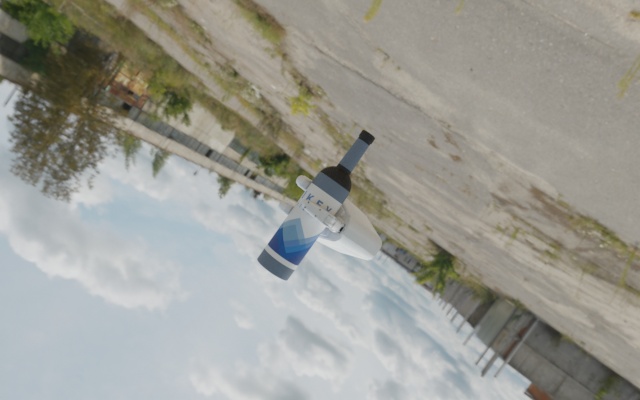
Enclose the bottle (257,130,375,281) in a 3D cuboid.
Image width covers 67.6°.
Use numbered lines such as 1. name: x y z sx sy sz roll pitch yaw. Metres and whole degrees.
1. bottle: 0.000 0.003 0.843 0.069 0.296 0.069 36 1 -1
